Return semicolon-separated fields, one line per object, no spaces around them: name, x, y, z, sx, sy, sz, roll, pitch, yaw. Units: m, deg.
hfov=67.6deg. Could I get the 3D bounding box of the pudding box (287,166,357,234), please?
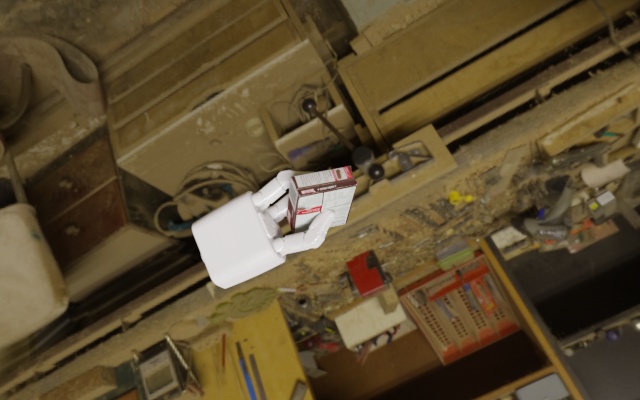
pudding box;0.000;0.002;0.705;0.090;0.039;0.114;-12;-30;-15
